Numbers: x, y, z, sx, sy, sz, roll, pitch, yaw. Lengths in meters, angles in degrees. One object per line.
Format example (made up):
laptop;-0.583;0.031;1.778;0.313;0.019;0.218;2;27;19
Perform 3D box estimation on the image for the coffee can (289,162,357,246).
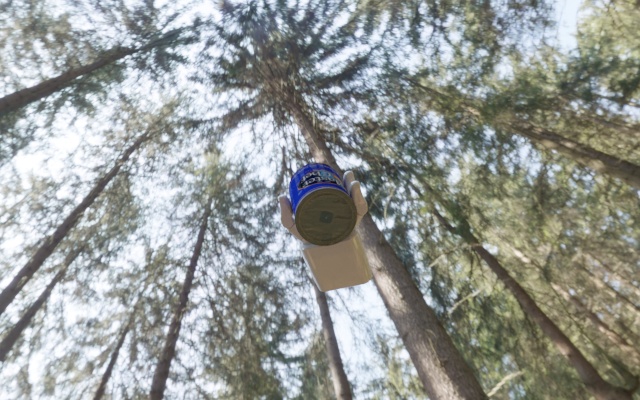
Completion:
coffee can;0.000;0.003;0.833;0.103;0.103;0.140;0;22;-8
